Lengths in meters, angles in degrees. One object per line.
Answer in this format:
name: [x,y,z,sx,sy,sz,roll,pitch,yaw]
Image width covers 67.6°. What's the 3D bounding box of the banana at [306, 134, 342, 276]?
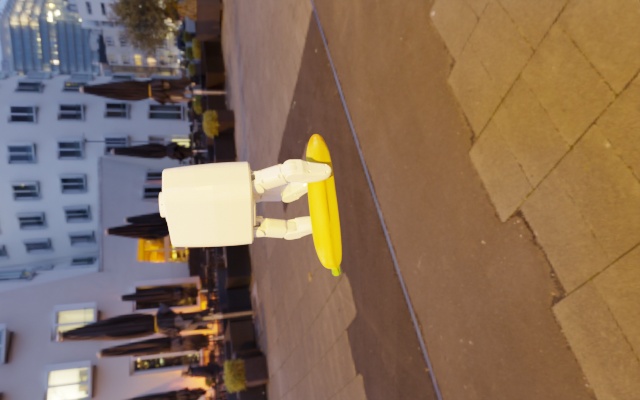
banana: [0.002,0.004,0.631,0.037,0.198,0.069,-6,-4,-6]
